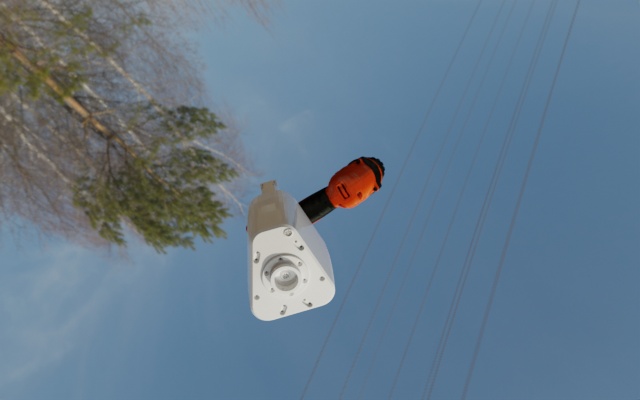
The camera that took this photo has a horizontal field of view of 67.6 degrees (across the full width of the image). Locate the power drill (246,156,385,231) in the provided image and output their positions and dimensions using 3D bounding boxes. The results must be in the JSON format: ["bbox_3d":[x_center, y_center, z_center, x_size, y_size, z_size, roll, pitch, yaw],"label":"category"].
[{"bbox_3d":[0.000,0.003,0.665,0.188,0.057,0.184,-33,-1,21],"label":"power drill"}]
